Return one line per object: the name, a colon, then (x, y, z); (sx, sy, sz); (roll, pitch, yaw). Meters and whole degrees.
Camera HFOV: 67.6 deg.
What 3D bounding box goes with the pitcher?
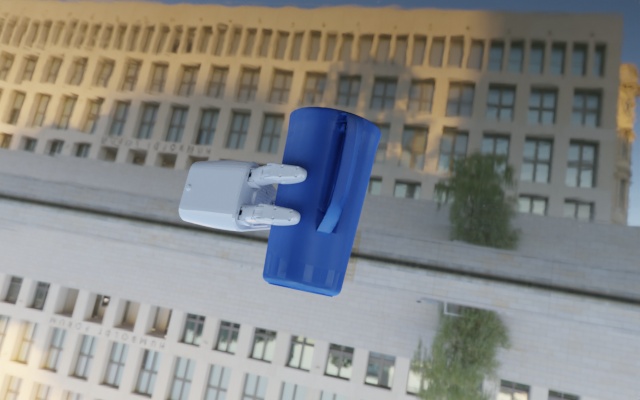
pitcher: (0.000, 0.002, 0.650); (0.145, 0.242, 0.149); (5, -13, 29)
